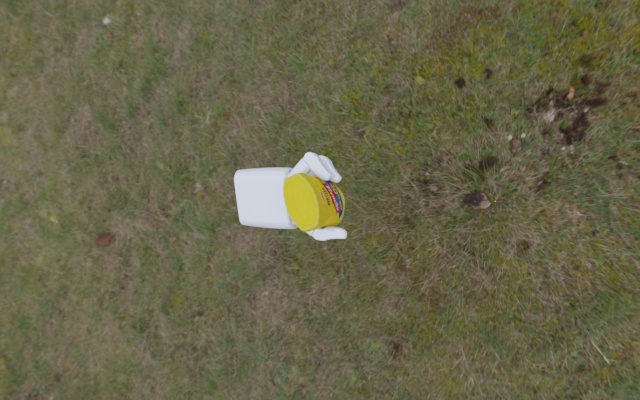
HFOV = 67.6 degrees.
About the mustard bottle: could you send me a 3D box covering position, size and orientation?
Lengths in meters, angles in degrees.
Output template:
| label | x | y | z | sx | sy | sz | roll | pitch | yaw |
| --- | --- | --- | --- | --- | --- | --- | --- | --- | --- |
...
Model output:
| label | x | y | z | sx | sy | sz | roll | pitch | yaw |
| --- | --- | --- | --- | --- | --- | --- | --- | --- | --- |
| mustard bottle | 0.000 | 0.003 | 0.857 | 0.058 | 0.096 | 0.191 | -25 | -8 | 18 |
